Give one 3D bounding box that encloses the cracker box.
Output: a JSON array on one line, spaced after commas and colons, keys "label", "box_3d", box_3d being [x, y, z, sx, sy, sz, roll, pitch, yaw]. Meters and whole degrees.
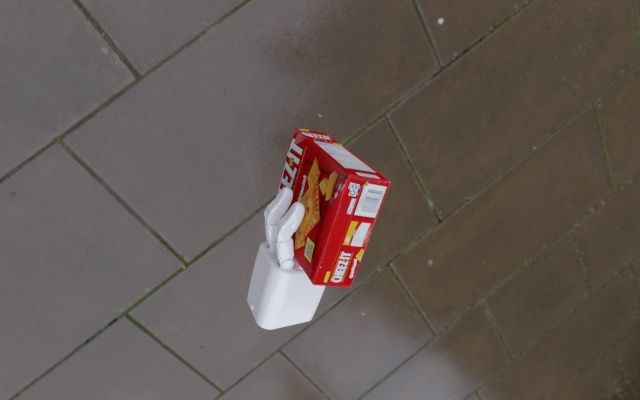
[{"label": "cracker box", "box_3d": [0.000, 0.002, 0.712, 0.072, 0.164, 0.213, 9, 20, -27]}]
